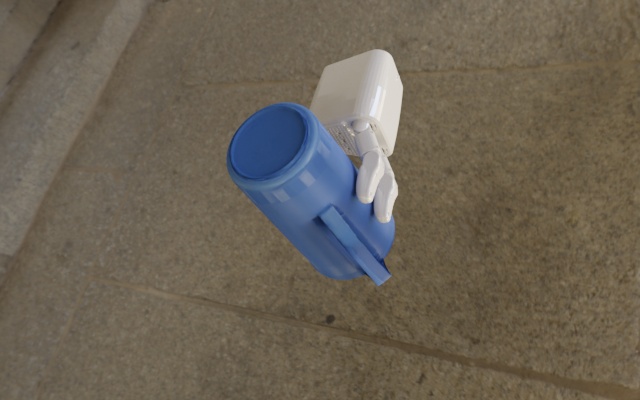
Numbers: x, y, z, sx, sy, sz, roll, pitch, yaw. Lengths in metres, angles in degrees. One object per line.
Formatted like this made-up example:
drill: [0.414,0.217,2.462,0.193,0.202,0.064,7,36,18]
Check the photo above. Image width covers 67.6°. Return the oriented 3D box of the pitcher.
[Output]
pitcher: [0.000,0.002,0.571,0.149,0.145,0.243,1,-26,27]
